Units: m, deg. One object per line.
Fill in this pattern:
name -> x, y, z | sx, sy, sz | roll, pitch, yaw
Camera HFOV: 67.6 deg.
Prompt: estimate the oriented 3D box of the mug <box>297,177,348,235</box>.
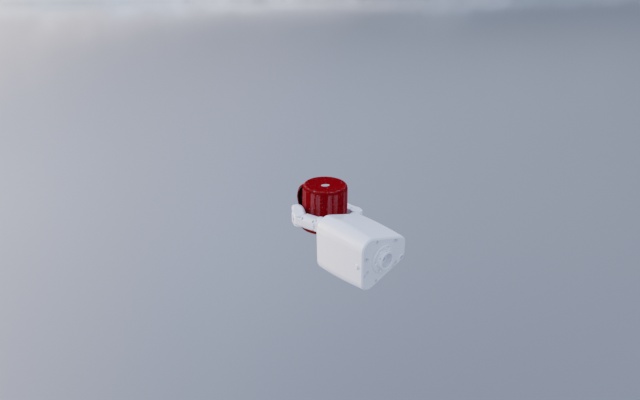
mug -> -0.001, 0.002, 0.885 | 0.093, 0.081, 0.117 | -20, 32, -38
